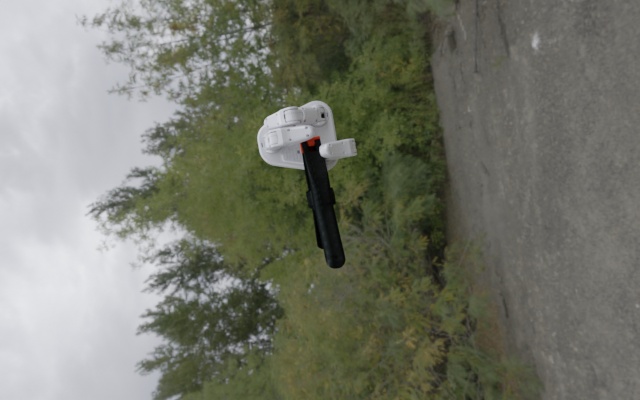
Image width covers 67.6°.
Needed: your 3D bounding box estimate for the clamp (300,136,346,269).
[{"bbox_3d":[-0.001,0.002,0.647,0.039,0.171,0.120,-9,0,-12],"label":"clamp"}]
